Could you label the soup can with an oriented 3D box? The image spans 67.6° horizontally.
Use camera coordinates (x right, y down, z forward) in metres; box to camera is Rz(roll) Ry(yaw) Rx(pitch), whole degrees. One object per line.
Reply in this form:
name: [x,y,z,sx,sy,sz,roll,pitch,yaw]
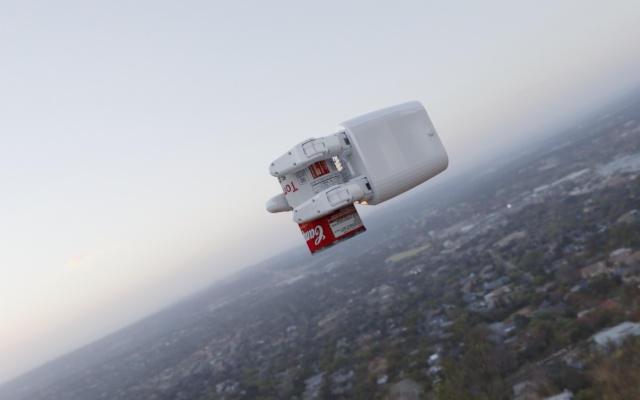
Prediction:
soup can: [-0.001,0.002,0.534,0.068,0.102,0.068,-25,-5,-2]
